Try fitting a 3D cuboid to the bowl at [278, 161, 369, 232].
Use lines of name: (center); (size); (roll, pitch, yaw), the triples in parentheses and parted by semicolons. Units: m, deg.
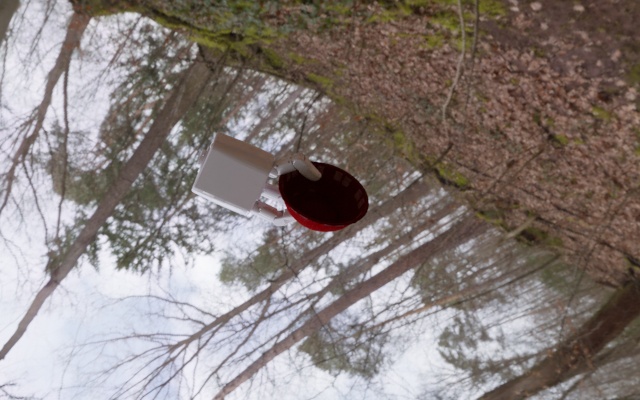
bowl: (0.001, 0.004, 0.833); (0.162, 0.055, 0.162); (11, 41, -10)
